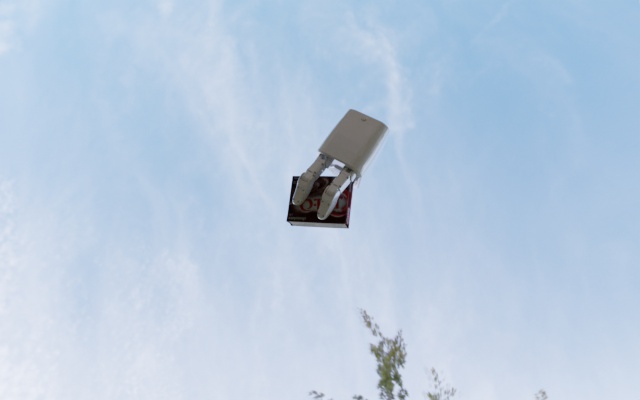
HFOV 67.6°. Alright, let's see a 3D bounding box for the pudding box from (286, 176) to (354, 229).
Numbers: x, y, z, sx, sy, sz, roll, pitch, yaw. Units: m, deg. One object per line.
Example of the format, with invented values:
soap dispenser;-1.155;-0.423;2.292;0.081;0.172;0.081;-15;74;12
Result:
pudding box;0.000;0.003;0.870;0.113;0.090;0.039;1;-21;17
